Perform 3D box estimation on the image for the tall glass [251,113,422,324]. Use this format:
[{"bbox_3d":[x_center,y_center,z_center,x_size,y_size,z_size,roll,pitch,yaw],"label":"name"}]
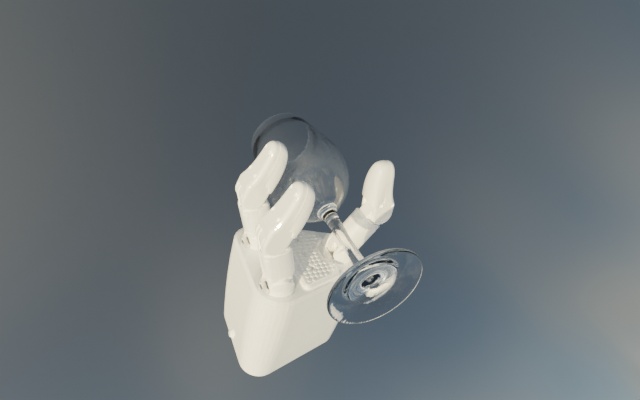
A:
[{"bbox_3d":[0.000,0.002,0.400,0.079,0.079,0.201,0,38,-29],"label":"tall glass"}]
